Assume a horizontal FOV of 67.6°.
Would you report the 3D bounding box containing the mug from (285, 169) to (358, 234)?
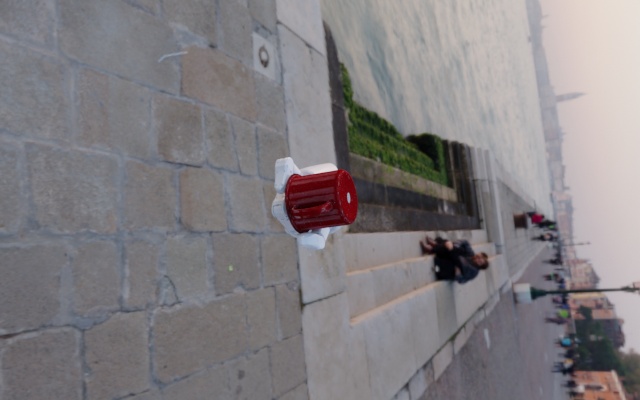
[{"bbox_3d":[0.000,0.002,0.693,0.081,0.093,0.117,-8,9,24],"label":"mug"}]
